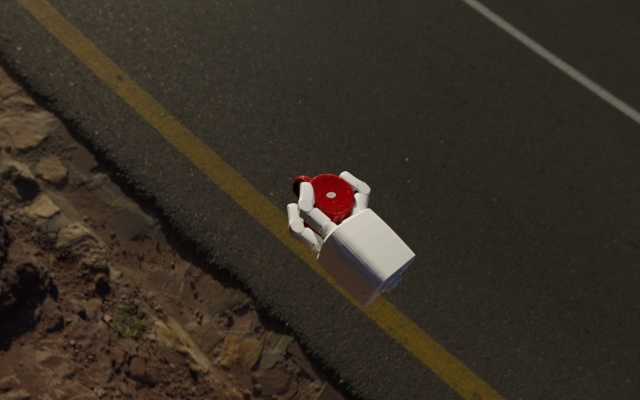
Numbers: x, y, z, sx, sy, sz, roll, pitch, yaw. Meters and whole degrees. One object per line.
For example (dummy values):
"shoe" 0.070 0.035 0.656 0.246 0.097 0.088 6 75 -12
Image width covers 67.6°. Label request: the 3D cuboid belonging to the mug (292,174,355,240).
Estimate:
"mug" -0.001 0.001 0.793 0.093 0.117 0.081 -36 -19 -32
